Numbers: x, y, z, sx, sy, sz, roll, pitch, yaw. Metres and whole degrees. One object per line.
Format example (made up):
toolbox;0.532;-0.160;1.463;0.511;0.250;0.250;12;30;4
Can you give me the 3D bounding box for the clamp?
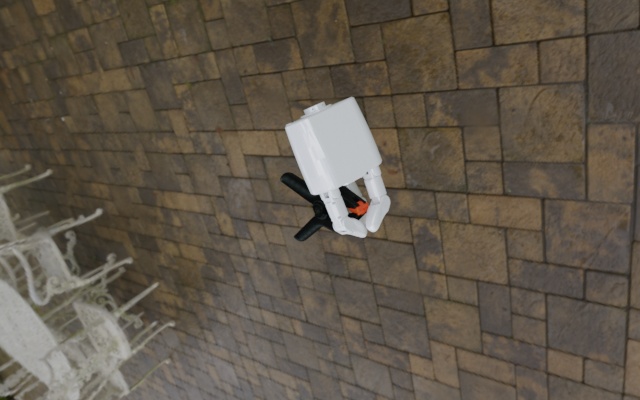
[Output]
clamp;0.000;0.003;0.761;0.171;0.120;0.039;-13;15;44
